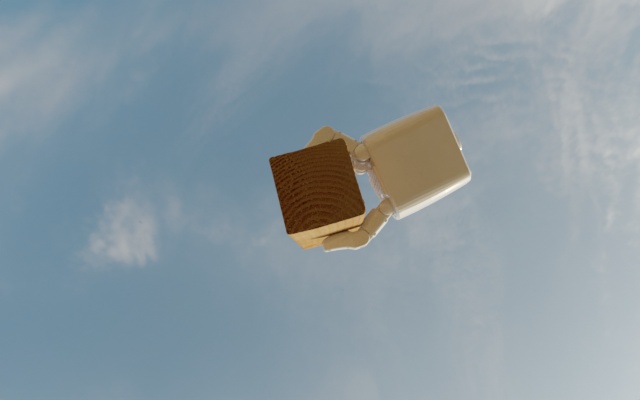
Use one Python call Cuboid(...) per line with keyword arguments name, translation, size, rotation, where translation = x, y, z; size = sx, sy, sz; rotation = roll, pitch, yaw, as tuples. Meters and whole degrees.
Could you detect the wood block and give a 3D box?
Cuboid(name="wood block", translation=(0.001, 0.002, 0.615), size=(0.090, 0.091, 0.206), rotation=(-16, -11, 0))
